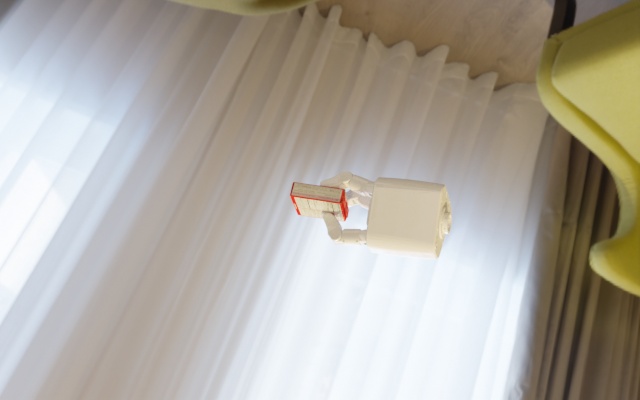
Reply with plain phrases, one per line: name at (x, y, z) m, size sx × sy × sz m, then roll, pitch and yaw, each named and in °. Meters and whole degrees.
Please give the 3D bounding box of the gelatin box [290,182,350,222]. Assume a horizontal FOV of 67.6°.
gelatin box at (0.000, 0.003, 0.791) m, size 0.089 × 0.030 × 0.073 m, roll 8°, pitch -25°, yaw 13°
